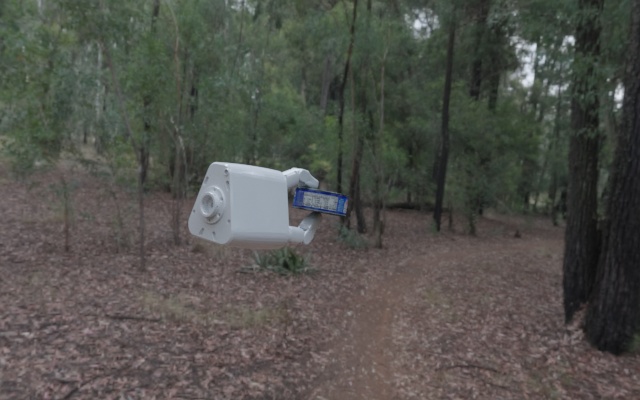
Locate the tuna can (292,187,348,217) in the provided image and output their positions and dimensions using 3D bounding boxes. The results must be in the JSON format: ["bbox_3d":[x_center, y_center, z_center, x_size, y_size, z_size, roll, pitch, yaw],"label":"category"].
[{"bbox_3d":[0.000,0.002,0.748,0.086,0.034,0.086,10,-2,0],"label":"tuna can"}]
